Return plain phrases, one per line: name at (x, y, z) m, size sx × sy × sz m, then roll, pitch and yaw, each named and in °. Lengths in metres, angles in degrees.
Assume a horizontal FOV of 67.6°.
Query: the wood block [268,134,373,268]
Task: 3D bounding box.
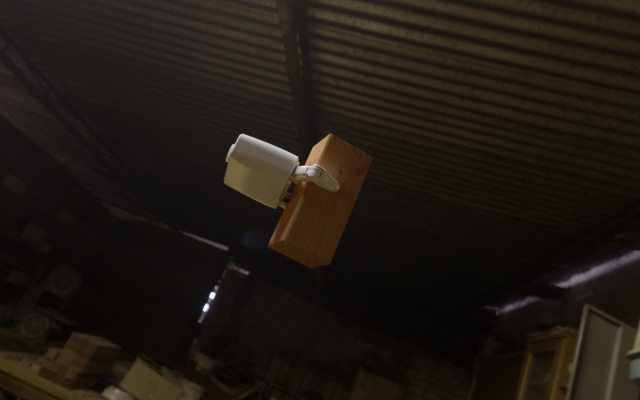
wood block at (0.000, 0.002, 0.828) m, size 0.090 × 0.206 × 0.091 m, roll 29°, pitch -20°, yaw -15°
